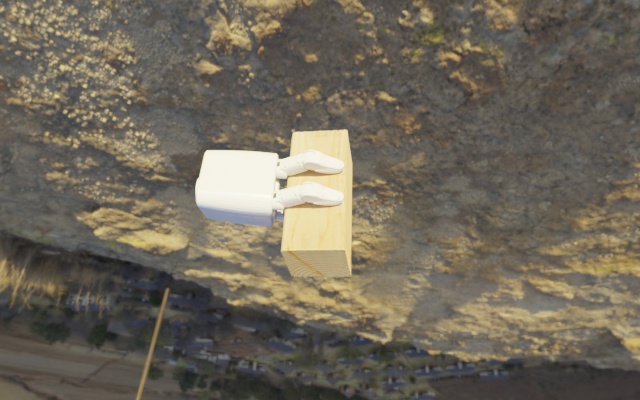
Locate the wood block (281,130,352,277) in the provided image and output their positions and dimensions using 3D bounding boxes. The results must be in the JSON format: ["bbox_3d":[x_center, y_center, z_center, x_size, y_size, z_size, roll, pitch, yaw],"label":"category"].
[{"bbox_3d":[0.000,0.003,0.719,0.090,0.206,0.091,-2,-32,8],"label":"wood block"}]
